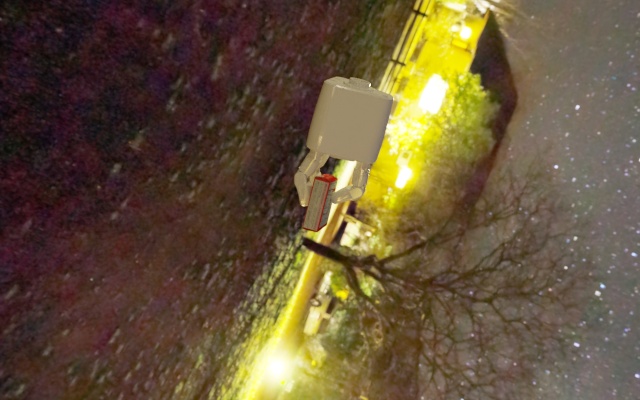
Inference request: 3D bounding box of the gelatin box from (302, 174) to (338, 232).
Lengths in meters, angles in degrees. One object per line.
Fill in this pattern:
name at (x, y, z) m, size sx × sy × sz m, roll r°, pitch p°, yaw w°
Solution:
gelatin box at (0.000, 0.003, 0.790) m, size 0.030 × 0.089 × 0.073 m, roll 15°, pitch 9°, yaw 10°
